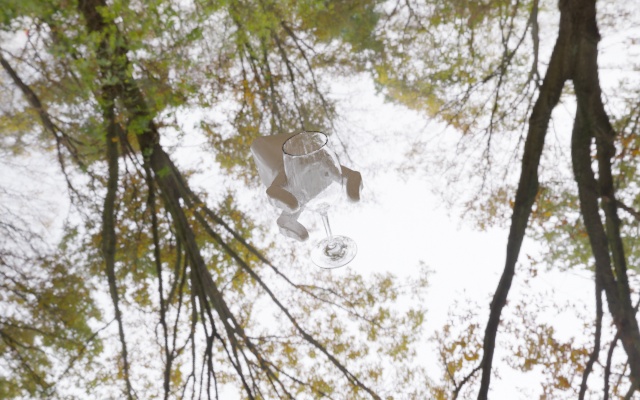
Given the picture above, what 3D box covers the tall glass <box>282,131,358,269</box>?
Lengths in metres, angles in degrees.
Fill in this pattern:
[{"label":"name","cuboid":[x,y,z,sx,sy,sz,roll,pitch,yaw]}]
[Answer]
[{"label":"tall glass","cuboid":[0.000,0.003,0.683,0.079,0.201,0.079,-9,37,7]}]
